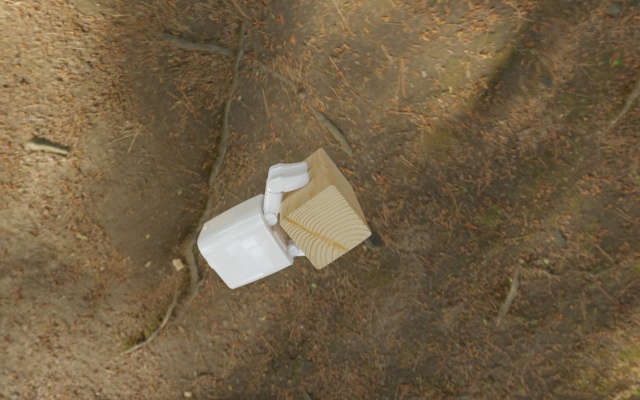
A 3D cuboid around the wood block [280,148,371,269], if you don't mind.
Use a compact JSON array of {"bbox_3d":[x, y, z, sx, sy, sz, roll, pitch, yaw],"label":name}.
[{"bbox_3d":[0.000,0.003,0.715,0.090,0.091,0.206,-35,18,8],"label":"wood block"}]
